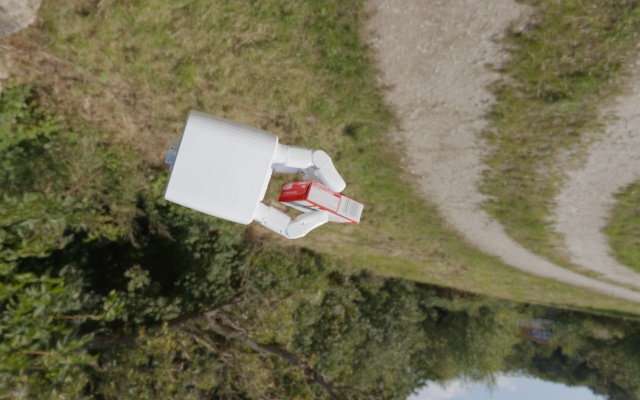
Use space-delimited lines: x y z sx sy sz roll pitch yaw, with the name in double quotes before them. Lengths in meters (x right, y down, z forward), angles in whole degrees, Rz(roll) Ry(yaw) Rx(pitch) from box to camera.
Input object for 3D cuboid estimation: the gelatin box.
"gelatin box" 0.000 0.003 0.628 0.089 0.030 0.073 24 -13 -29
